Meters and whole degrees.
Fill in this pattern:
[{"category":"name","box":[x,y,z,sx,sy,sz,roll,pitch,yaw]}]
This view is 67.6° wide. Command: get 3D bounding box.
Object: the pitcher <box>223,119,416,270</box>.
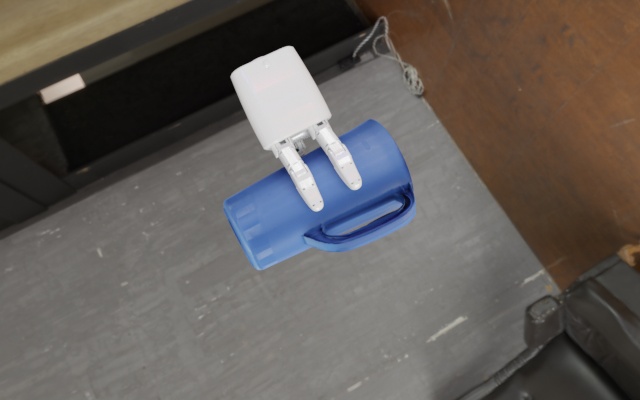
[{"category":"pitcher","box":[0.000,0.002,0.654,0.243,0.145,0.149,-27,4,-9]}]
